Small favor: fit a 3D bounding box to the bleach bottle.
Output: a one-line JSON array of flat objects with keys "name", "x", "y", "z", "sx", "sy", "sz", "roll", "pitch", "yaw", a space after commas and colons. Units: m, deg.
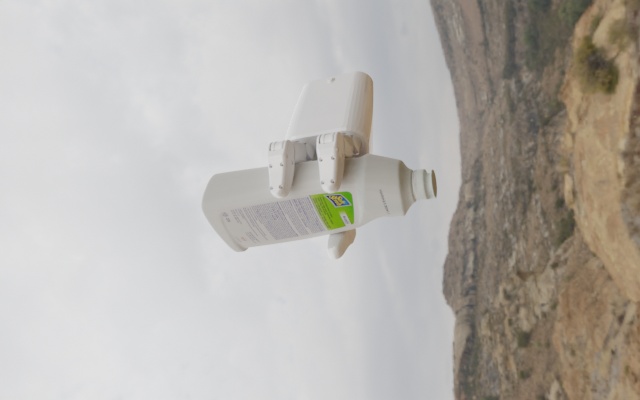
[{"name": "bleach bottle", "x": 0.000, "y": 0.002, "z": 0.523, "sx": 0.251, "sy": 0.068, "sz": 0.103, "roll": -6, "pitch": -41, "yaw": 22}]
